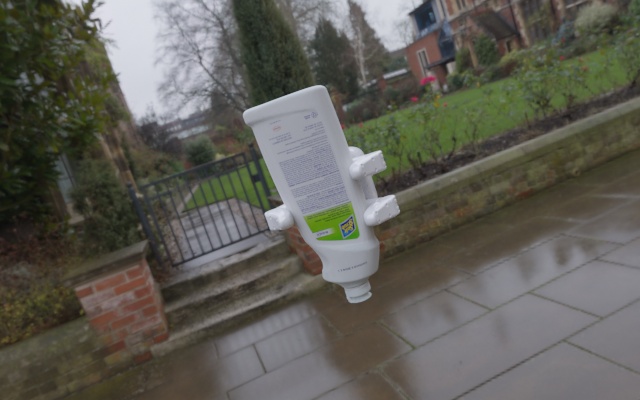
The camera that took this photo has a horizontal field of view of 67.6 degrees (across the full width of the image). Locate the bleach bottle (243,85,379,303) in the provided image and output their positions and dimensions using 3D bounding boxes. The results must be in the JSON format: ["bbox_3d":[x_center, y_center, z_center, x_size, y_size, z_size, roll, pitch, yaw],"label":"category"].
[{"bbox_3d":[0.000,0.002,0.558,0.102,0.251,0.068,-17,8,12],"label":"bleach bottle"}]
